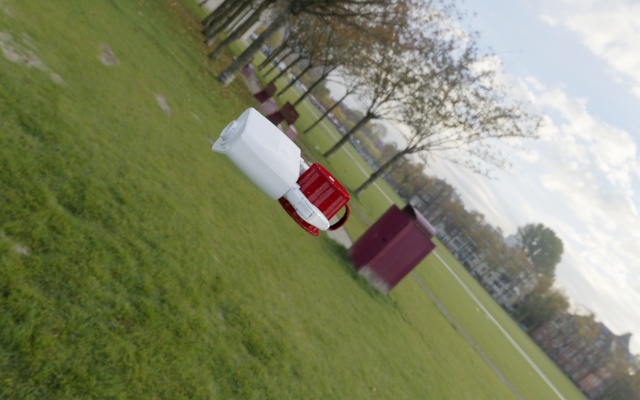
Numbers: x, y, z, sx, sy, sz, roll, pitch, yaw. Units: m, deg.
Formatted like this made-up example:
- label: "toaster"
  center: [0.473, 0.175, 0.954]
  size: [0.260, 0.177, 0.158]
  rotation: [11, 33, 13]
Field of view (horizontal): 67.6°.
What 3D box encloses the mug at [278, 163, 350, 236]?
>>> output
- label: "mug"
  center: [0.001, 0.003, 0.755]
  size: [0.117, 0.081, 0.093]
  rotation: [42, 9, -26]
